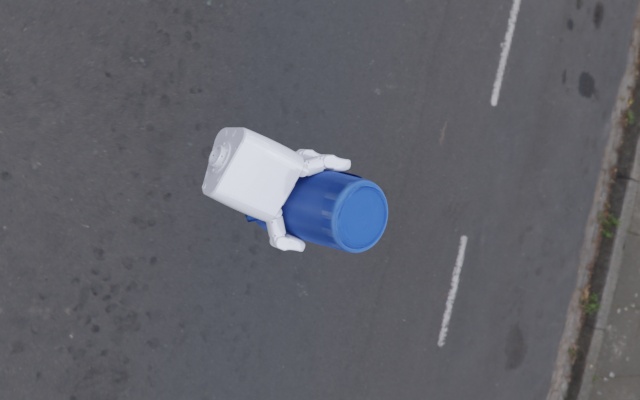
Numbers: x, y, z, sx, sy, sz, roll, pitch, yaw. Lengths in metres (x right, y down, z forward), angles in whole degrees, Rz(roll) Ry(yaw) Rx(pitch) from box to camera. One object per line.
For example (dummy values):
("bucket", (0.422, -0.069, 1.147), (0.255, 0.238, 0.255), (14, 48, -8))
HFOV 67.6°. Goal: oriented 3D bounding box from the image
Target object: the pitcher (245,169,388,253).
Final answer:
("pitcher", (0.000, 0.003, 0.781), (0.145, 0.149, 0.243), (26, -8, -36))
